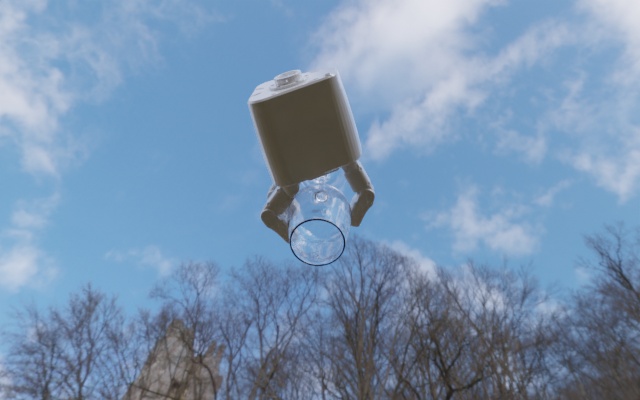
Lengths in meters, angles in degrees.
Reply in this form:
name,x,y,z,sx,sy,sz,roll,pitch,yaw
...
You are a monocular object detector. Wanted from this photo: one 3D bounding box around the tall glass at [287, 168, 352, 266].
name,x,y,z,sx,sy,sz,roll,pitch,yaw
tall glass,0.000,0.002,0.611,0.079,0.079,0.201,0,27,2
